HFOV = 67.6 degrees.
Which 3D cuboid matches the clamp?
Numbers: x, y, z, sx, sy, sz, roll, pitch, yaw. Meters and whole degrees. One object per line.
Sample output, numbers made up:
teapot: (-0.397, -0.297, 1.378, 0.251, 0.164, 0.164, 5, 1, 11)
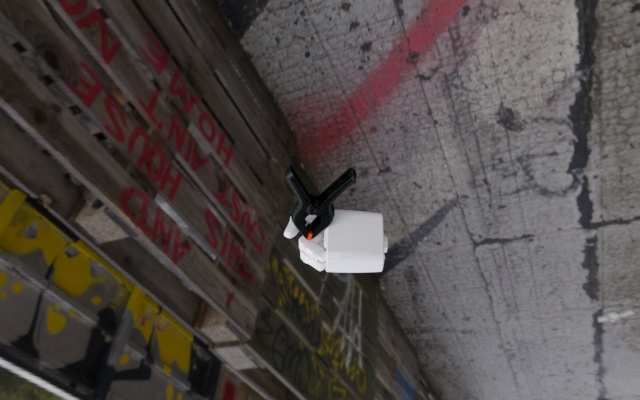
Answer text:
clamp: (0.000, 0.003, 0.840, 0.120, 0.039, 0.172, -1, -43, -2)
